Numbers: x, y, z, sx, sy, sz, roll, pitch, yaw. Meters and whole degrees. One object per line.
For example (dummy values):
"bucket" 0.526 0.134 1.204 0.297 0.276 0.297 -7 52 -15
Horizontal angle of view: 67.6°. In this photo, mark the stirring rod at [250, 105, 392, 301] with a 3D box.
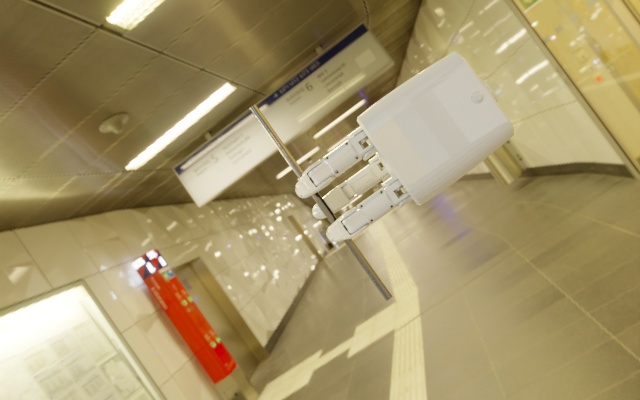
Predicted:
"stirring rod" 0.000 0.002 0.488 0.011 0.239 0.011 -35 -2 -1
